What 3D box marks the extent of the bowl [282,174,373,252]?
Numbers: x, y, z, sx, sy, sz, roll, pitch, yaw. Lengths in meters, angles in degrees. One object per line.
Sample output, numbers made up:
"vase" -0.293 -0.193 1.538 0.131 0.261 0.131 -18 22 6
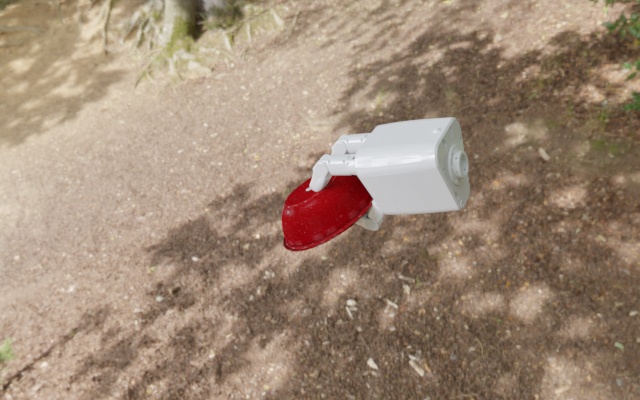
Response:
"bowl" -0.001 0.002 0.697 0.162 0.055 0.162 -30 18 11
